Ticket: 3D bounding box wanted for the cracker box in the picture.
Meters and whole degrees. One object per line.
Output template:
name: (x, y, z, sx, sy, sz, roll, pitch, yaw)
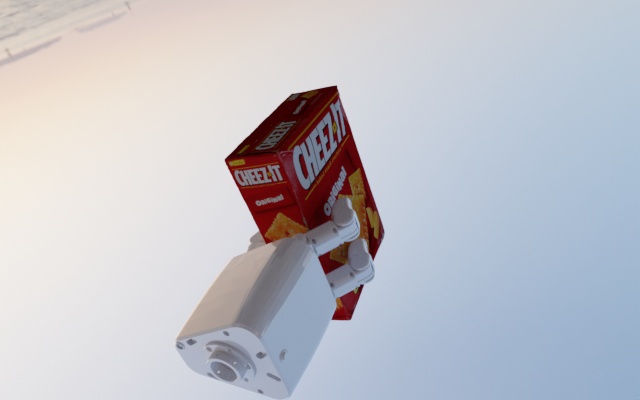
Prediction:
cracker box: (0.000, 0.002, 0.541, 0.072, 0.214, 0.164, -5, 32, 28)
